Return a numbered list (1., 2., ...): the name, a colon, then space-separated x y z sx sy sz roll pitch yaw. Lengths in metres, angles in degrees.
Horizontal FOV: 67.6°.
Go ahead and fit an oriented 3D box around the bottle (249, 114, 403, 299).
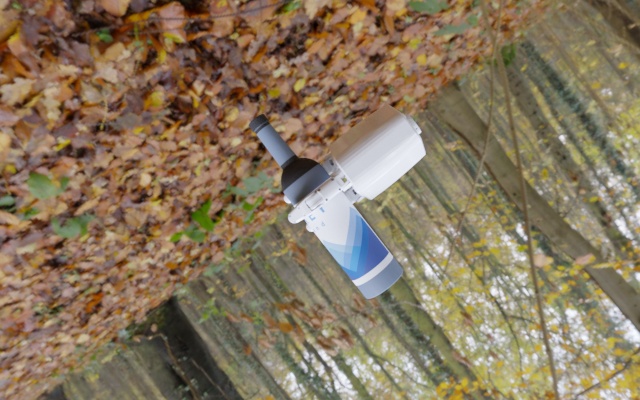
1. bottle: 0.000 0.002 0.673 0.069 0.296 0.069 -38 1 1
